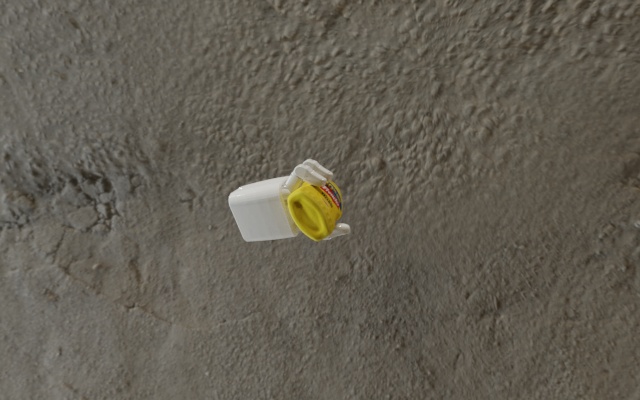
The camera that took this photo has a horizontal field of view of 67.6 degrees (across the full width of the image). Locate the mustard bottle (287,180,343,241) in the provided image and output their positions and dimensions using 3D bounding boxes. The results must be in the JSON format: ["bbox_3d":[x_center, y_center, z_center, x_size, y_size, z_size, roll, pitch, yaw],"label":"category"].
[{"bbox_3d":[0.000,0.003,0.898,0.058,0.096,0.191,-35,5,19],"label":"mustard bottle"}]
